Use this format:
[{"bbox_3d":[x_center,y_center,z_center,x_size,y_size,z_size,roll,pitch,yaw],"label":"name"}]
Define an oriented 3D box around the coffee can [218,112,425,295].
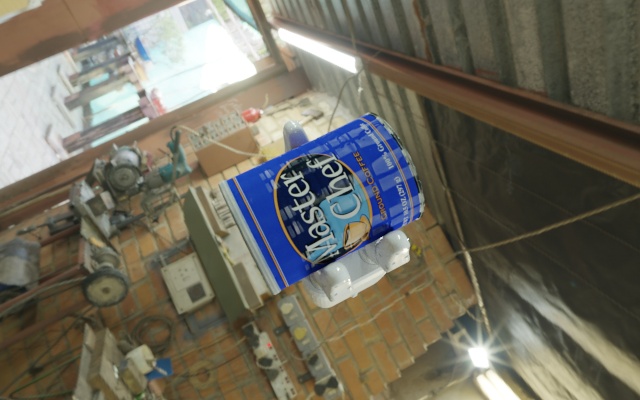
[{"bbox_3d":[0.000,0.001,0.403,0.140,0.103,0.103,-26,4,-9],"label":"coffee can"}]
